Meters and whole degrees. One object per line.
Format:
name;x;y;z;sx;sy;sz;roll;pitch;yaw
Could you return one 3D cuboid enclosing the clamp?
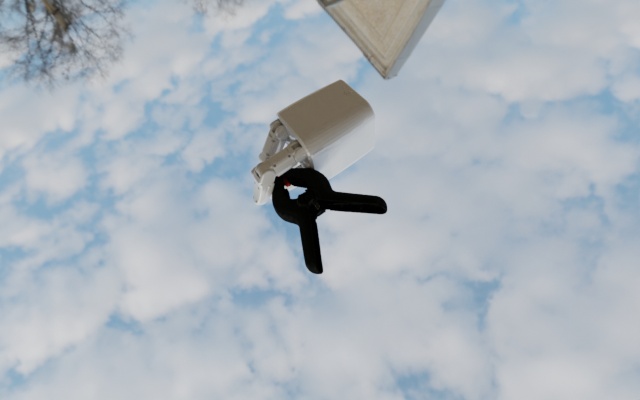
clamp;0.000;0.002;0.601;0.120;0.171;0.039;-32;-39;-8
